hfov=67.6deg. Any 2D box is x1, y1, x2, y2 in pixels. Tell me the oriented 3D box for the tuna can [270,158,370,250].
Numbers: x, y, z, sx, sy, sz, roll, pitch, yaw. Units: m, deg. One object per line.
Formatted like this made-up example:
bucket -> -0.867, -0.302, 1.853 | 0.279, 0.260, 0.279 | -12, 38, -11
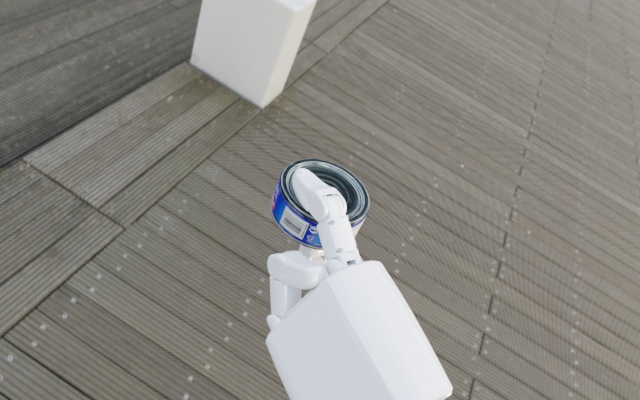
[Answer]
tuna can -> 0.000, 0.001, 0.431 | 0.086, 0.086, 0.034 | 0, -43, -25
